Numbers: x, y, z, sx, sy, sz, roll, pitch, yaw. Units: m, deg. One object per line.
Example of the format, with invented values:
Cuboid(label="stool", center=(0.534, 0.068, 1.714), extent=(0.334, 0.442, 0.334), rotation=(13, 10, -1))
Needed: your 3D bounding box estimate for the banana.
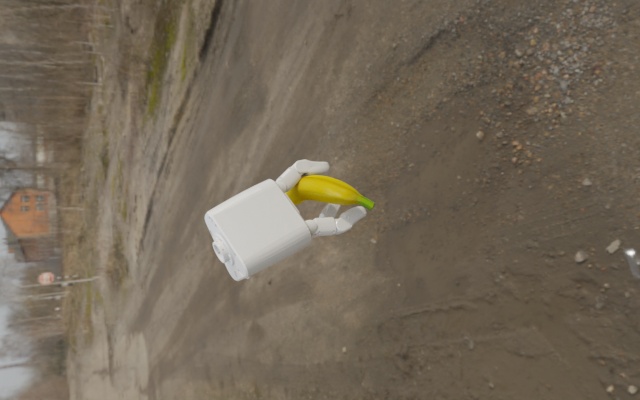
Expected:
Cuboid(label="banana", center=(-0.008, -0.010, 0.725), extent=(0.198, 0.037, 0.070), rotation=(7, -36, 53))
